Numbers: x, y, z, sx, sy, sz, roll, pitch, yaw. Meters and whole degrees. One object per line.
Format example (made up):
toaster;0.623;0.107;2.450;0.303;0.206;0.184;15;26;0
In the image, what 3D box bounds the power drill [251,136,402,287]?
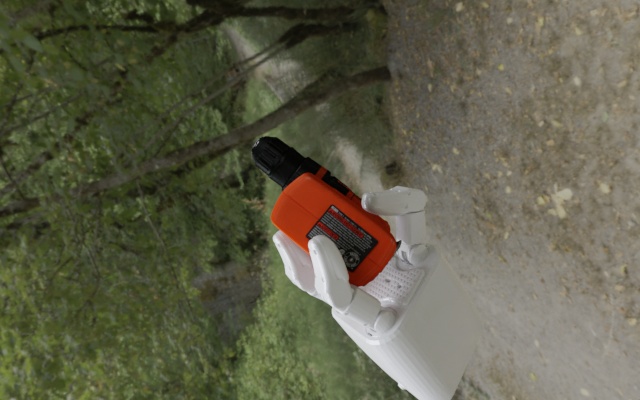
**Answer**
power drill;0.000;0.002;0.471;0.184;0.057;0.187;36;8;-5
